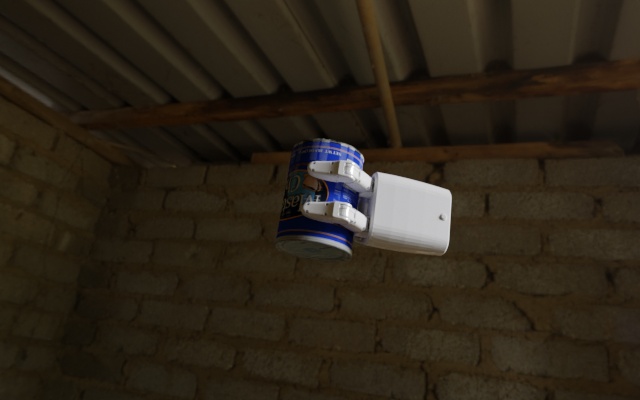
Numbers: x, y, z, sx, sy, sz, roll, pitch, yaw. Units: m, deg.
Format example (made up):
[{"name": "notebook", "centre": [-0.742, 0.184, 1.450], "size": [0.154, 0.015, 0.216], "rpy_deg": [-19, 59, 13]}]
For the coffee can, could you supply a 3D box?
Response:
[{"name": "coffee can", "centre": [0.000, 0.002, 0.647], "size": [0.103, 0.140, 0.103], "rpy_deg": [8, -19, 3]}]
